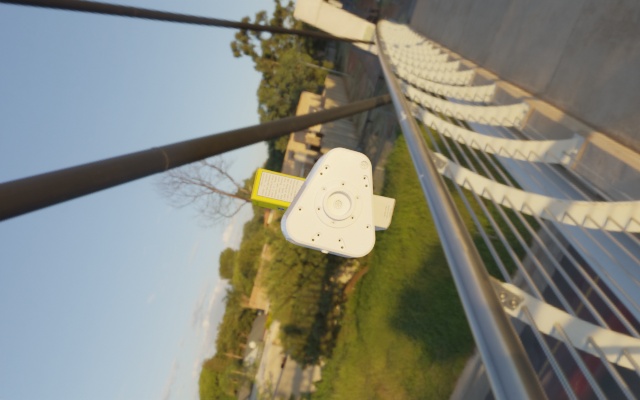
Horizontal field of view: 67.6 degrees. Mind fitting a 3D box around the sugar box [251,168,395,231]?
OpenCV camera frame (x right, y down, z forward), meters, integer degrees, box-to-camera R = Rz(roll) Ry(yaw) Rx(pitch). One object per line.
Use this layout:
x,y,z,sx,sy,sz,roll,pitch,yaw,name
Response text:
0.000,0.003,0.628,0.176,0.048,0.093,15,-6,-4,sugar box
